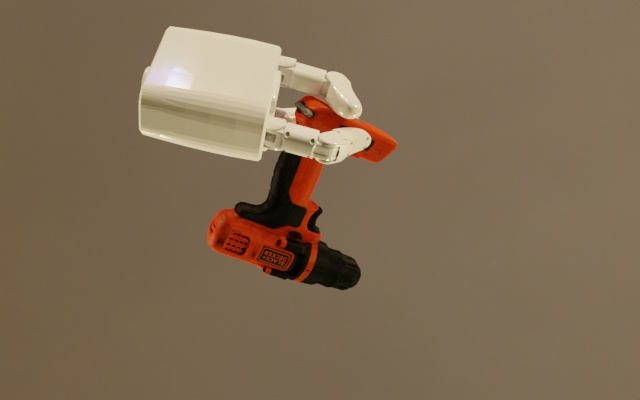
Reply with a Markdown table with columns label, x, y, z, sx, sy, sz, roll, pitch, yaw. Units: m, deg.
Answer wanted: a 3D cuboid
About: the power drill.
| label | x | y | z | sx | sy | sz | roll | pitch | yaw |
| --- | --- | --- | --- | --- | --- | --- | --- | --- | --- |
| power drill | 0.000 | 0.001 | 0.500 | 0.184 | 0.188 | 0.057 | 22 | 14 | -28 |
